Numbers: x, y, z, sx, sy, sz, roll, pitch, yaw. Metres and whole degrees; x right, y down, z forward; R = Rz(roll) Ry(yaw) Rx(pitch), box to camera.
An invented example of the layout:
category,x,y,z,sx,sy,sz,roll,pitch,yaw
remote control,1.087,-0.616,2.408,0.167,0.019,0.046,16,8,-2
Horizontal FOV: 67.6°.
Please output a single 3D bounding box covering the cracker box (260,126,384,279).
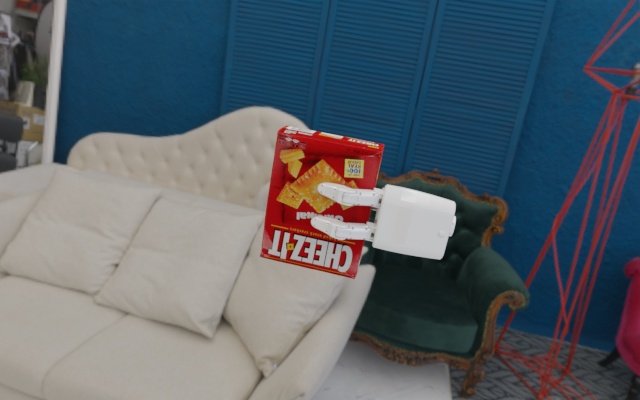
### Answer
category,x,y,z,sx,sy,sz,roll,pitch,yaw
cracker box,0.000,0.002,0.761,0.164,0.214,0.072,12,18,7
